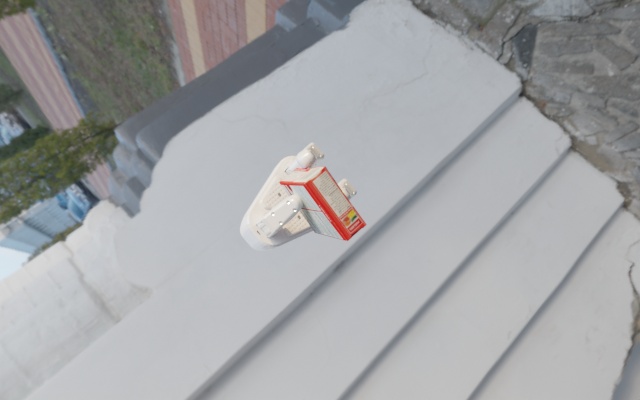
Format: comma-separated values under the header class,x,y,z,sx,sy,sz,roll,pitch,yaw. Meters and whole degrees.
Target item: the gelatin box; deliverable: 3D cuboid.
class,x,y,z,sx,sy,sz,roll,pitch,yaw
gelatin box,0.000,0.002,0.495,0.030,0.073,0.089,-40,15,-15
